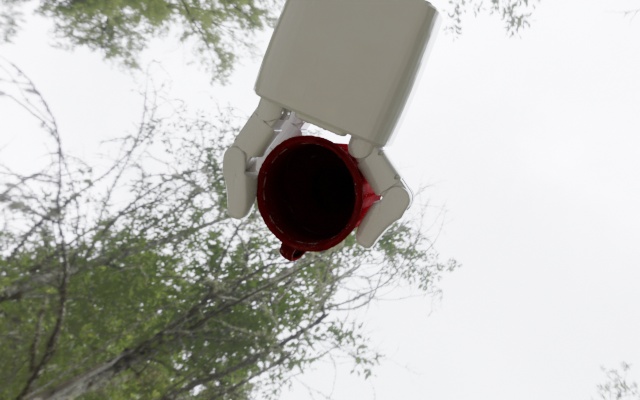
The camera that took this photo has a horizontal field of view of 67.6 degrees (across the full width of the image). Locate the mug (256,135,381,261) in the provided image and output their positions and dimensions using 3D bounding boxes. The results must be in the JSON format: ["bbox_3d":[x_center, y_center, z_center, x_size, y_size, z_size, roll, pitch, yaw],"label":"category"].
[{"bbox_3d":[0.000,0.003,0.416,0.093,0.117,0.081,29,17,18],"label":"mug"}]
